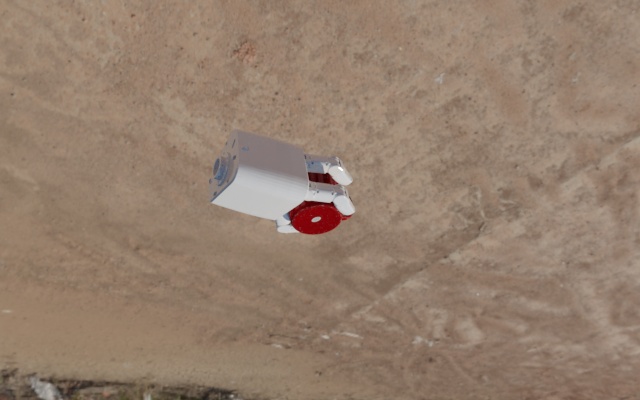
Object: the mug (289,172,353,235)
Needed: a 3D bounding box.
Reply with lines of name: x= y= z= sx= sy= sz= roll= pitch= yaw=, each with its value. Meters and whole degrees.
mug: x=0.001 y=0.003 z=0.753 sx=0.117 sy=0.081 sz=0.093 roll=14 pitch=-43 yaw=-27
